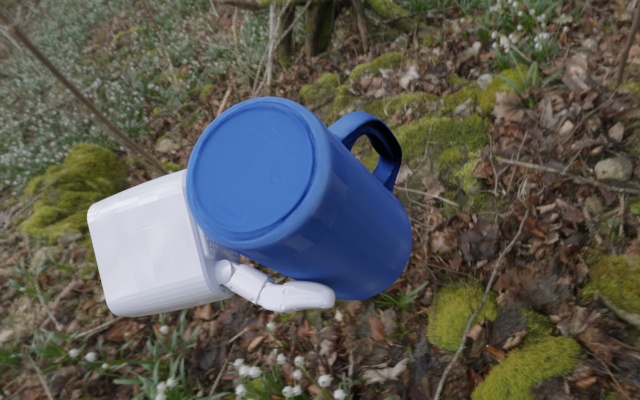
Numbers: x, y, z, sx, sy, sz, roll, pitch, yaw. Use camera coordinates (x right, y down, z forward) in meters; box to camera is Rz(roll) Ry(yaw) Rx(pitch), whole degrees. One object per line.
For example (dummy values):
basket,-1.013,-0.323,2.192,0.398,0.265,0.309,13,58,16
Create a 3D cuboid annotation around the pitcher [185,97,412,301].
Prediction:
pitcher,0.000,0.001,0.417,0.145,0.149,0.243,-15,-20,15
